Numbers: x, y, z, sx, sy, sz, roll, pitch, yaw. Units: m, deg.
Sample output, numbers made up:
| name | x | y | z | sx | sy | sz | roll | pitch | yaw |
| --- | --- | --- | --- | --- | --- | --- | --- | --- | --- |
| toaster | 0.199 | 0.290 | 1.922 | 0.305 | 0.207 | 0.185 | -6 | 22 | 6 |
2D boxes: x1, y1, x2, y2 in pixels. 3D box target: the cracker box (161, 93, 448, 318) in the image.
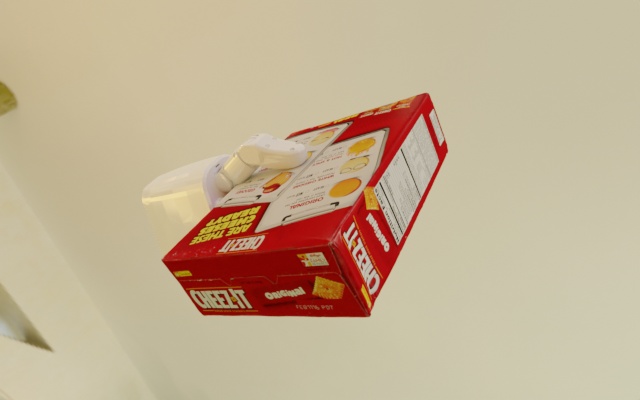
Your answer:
| name | x | y | z | sx | sy | sz | roll | pitch | yaw |
| --- | --- | --- | --- | --- | --- | --- | --- | --- | --- |
| cracker box | 0.000 | 0.001 | 0.405 | 0.164 | 0.072 | 0.213 | -10 | 29 | 36 |
